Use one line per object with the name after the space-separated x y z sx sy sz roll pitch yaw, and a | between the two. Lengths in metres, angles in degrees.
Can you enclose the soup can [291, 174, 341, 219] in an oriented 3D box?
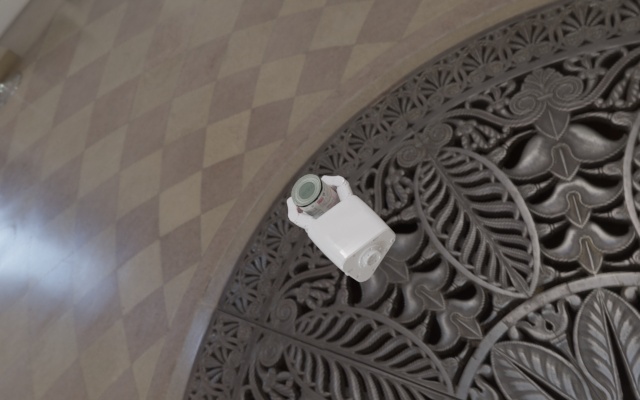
0.000 0.002 0.898 0.068 0.068 0.102 0 -26 35 | soup can
